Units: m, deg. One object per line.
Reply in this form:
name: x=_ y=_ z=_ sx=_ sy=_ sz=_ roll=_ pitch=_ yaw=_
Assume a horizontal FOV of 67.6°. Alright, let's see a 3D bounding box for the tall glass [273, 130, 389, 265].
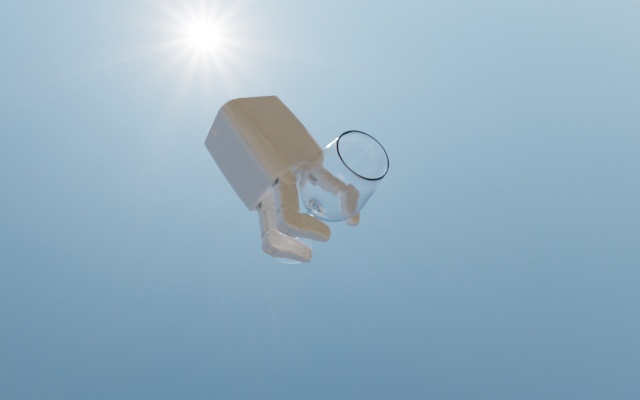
tall glass: x=0.000 y=0.002 z=0.559 sx=0.079 sy=0.079 sz=0.201 roll=0 pitch=-29 yaw=-30
